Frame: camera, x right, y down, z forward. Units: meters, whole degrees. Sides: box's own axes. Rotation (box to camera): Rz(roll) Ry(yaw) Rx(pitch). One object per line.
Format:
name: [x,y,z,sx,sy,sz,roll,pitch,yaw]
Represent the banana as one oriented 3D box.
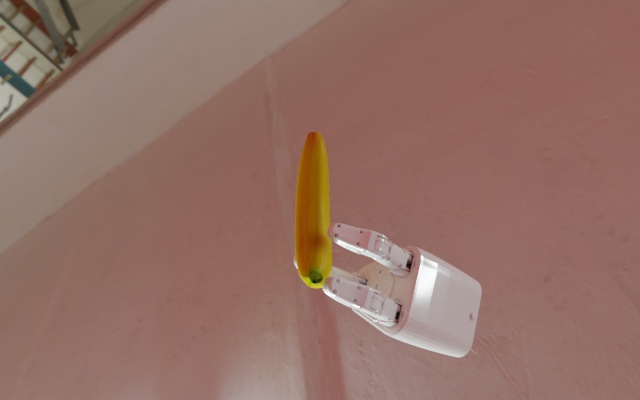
banana: [-0.005,0.016,0.504,0.037,0.197,0.070,8,-41,-14]
